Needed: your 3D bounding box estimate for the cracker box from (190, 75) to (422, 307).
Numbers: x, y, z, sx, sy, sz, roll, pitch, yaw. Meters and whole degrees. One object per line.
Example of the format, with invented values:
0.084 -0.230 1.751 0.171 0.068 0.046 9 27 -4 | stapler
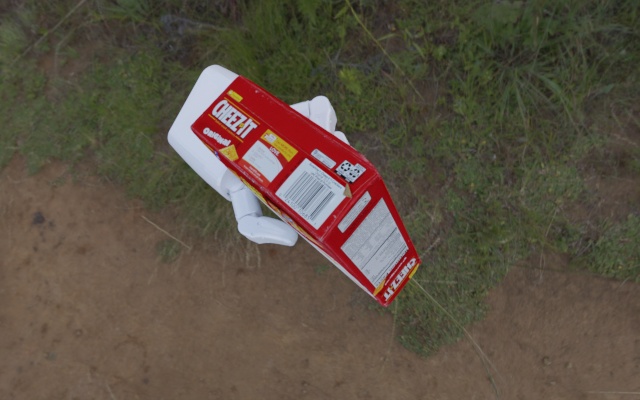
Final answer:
0.000 0.002 0.445 0.164 0.072 0.214 38 -6 30 | cracker box
